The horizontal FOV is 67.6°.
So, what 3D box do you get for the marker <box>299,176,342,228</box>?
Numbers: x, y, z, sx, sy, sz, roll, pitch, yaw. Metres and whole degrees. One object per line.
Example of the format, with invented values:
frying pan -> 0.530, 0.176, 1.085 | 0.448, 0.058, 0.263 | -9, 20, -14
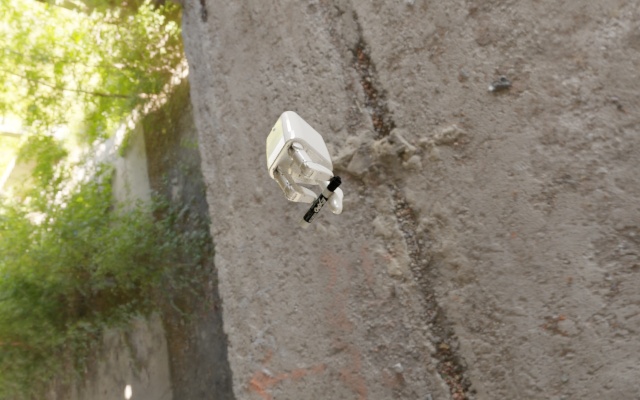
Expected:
marker -> 0.000, 0.003, 0.850 | 0.020, 0.020, 0.121 | 0, -44, -48
